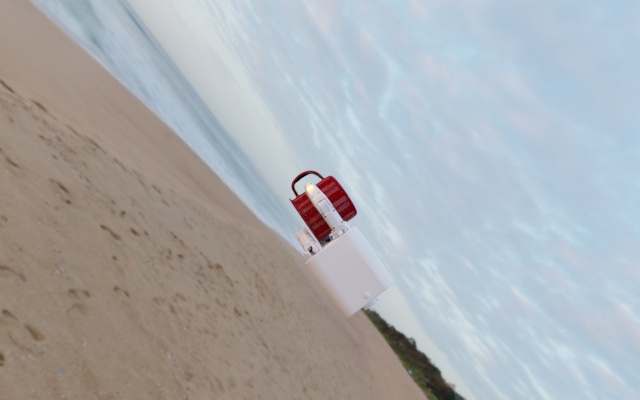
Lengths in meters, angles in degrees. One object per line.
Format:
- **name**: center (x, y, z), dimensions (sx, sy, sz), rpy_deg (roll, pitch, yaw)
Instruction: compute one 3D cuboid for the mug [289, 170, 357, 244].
- **mug**: center (-0.001, 0.001, 0.794), dimensions (0.081, 0.117, 0.093), rpy_deg (-35, -6, -4)
